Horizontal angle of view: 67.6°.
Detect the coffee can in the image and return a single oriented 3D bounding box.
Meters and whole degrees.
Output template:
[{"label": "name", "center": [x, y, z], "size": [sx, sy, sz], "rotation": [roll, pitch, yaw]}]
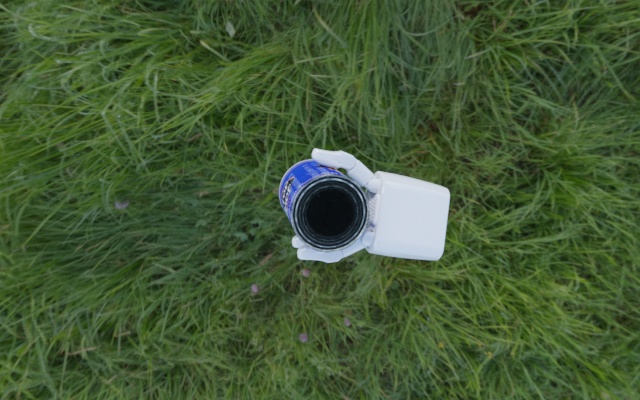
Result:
[{"label": "coffee can", "center": [0.000, 0.002, 0.668], "size": [0.103, 0.103, 0.140], "rotation": [0, 12, -11]}]
